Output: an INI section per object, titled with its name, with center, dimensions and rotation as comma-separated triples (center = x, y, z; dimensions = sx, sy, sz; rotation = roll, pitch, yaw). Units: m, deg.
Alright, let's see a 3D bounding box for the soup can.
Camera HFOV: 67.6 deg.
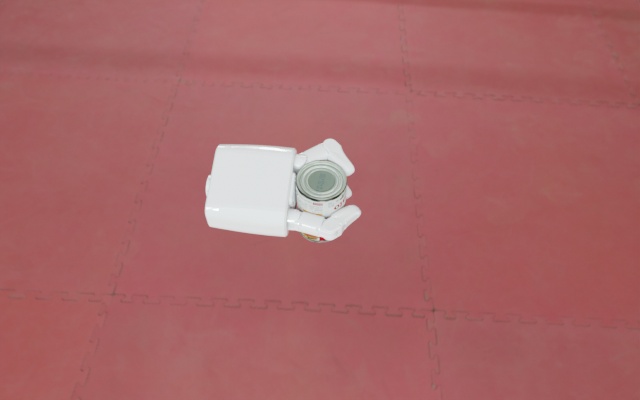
[soup can]
center = 0.001, 0.002, 0.647
dimensions = 0.068, 0.068, 0.102
rotation = 0, -36, -1
